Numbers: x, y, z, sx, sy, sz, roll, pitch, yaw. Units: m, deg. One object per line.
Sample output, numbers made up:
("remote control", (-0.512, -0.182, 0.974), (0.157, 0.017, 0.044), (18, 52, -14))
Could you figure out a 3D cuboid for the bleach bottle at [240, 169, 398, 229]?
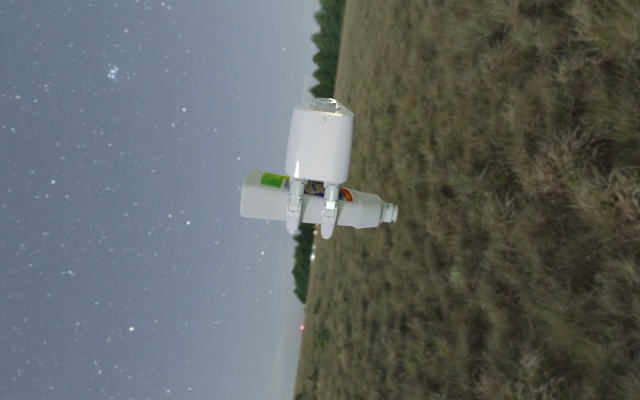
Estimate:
("bleach bottle", (0.000, 0.003, 0.793), (0.251, 0.068, 0.102), (7, 21, 1))
